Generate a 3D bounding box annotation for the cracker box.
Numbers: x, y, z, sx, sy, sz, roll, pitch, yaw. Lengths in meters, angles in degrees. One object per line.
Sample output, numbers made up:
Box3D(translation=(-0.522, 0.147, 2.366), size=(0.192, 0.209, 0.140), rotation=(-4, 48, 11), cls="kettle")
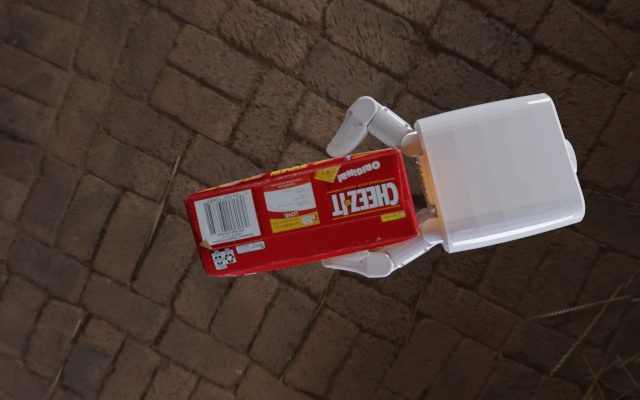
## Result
Box3D(translation=(0.000, 0.001, 0.441), size=(0.164, 0.072, 0.213), rotation=(-13, 4, 10), cls="cracker box")
